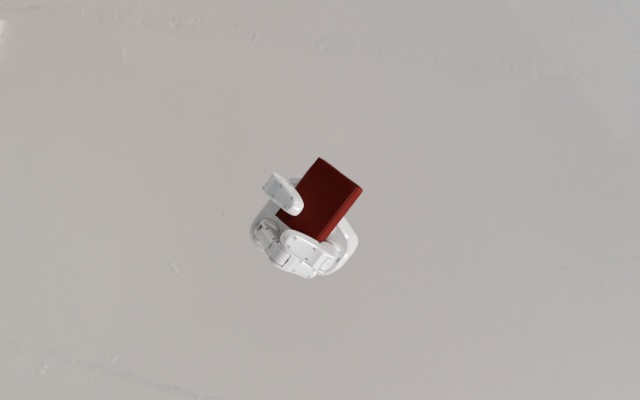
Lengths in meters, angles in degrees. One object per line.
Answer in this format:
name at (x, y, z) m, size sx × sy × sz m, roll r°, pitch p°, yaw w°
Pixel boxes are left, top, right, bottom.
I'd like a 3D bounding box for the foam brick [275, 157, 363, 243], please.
foam brick at (0.000, 0.001, 0.501) m, size 0.053 × 0.078 × 0.051 m, roll 39°, pitch 6°, yaw 11°
